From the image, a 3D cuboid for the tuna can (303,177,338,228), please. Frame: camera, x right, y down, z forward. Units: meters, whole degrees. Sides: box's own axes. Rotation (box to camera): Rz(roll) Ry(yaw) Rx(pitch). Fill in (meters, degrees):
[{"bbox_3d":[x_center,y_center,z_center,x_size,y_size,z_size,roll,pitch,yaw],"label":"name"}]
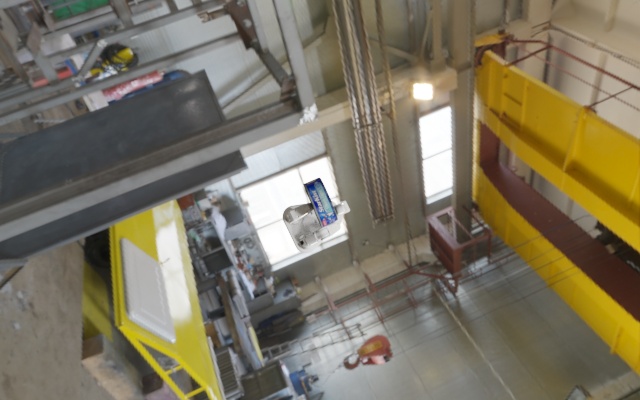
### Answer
[{"bbox_3d":[0.001,0.003,0.852,0.034,0.086,0.086,-23,1,-2],"label":"tuna can"}]
